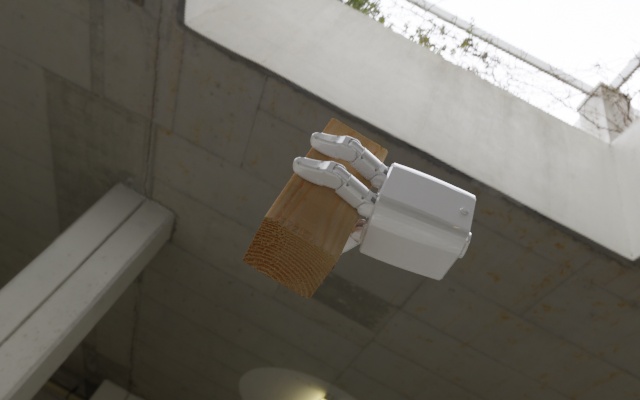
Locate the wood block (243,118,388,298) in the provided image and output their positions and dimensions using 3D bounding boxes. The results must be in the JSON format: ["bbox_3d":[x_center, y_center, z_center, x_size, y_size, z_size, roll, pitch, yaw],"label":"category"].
[{"bbox_3d":[0.000,0.002,0.584,0.090,0.091,0.206,31,44,-1],"label":"wood block"}]
